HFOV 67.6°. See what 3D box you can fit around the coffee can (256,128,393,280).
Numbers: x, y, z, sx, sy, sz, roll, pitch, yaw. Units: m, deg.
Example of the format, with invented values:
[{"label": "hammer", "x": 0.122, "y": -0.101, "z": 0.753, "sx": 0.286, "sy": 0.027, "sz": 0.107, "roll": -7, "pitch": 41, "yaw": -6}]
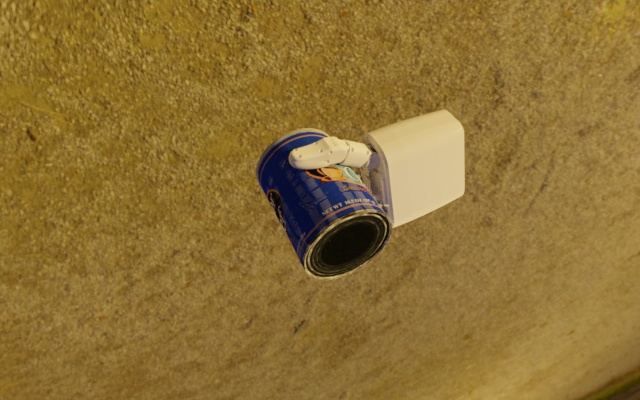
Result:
[{"label": "coffee can", "x": 0.000, "y": 0.002, "z": 0.529, "sx": 0.103, "sy": 0.103, "sz": 0.140, "roll": 0, "pitch": 42, "yaw": -35}]
